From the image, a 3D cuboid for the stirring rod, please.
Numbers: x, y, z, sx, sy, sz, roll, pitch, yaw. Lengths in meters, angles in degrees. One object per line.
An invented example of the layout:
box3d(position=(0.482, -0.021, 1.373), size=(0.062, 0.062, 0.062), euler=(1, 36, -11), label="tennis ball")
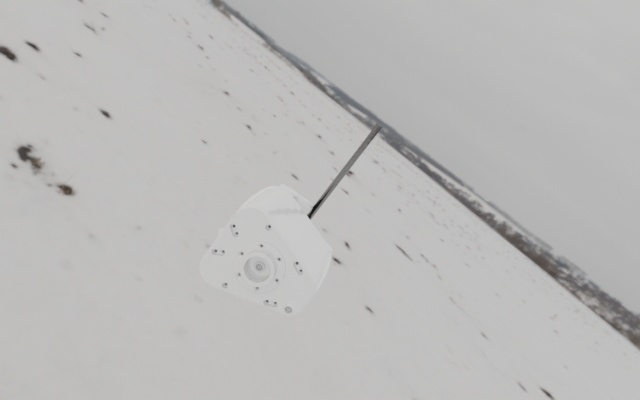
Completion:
box3d(position=(0.000, 0.002, 0.604), size=(0.011, 0.239, 0.011), euler=(36, 12, -9), label="stirring rod")
